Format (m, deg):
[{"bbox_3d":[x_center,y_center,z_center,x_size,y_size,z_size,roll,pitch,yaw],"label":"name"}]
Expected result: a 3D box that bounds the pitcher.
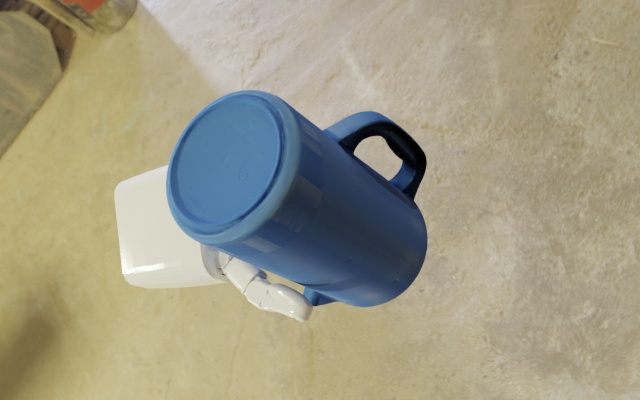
[{"bbox_3d":[0.000,0.001,0.401,0.145,0.149,0.243,-9,-21,26],"label":"pitcher"}]
